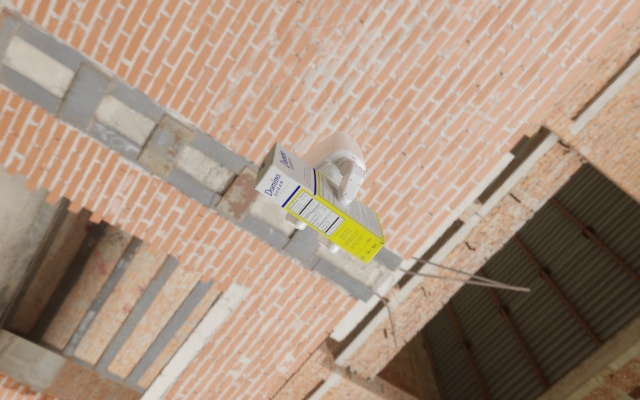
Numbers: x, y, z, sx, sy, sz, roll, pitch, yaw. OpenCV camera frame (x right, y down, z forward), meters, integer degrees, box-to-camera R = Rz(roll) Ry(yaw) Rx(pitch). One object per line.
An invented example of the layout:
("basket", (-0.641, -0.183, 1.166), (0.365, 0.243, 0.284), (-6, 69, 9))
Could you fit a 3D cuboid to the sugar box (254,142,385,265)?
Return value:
("sugar box", (0.000, 0.002, 0.617), (0.176, 0.048, 0.093), (33, 19, -14))
